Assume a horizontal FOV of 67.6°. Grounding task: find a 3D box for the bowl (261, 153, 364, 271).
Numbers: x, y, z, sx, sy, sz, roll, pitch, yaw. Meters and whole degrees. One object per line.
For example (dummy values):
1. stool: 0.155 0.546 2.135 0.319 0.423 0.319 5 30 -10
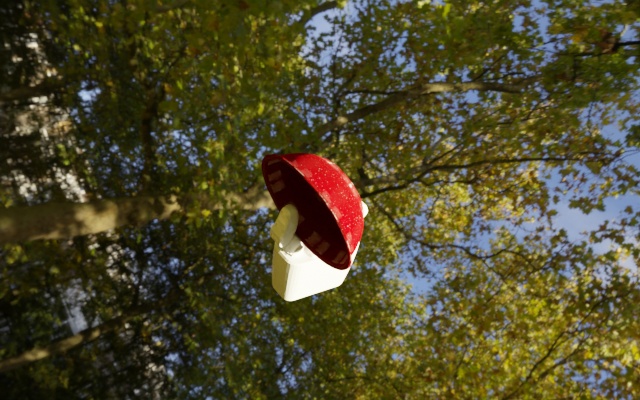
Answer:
1. bowl: 0.001 0.001 0.560 0.055 0.162 0.162 -36 14 -20
